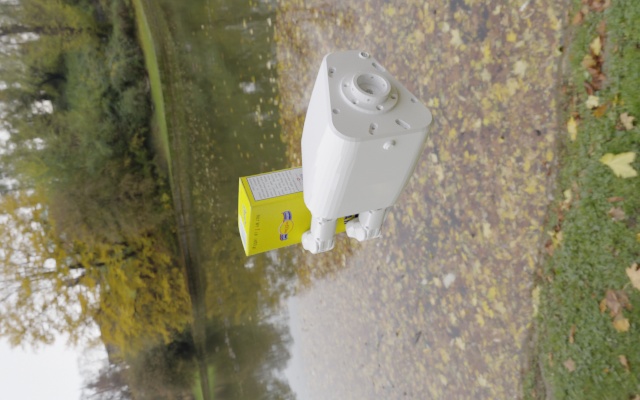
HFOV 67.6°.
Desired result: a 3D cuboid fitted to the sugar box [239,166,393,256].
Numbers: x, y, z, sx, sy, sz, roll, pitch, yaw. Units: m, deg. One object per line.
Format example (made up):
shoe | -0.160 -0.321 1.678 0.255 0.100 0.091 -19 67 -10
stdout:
sugar box | 0.000 0.002 0.524 0.176 0.048 0.093 -11 -34 -19
